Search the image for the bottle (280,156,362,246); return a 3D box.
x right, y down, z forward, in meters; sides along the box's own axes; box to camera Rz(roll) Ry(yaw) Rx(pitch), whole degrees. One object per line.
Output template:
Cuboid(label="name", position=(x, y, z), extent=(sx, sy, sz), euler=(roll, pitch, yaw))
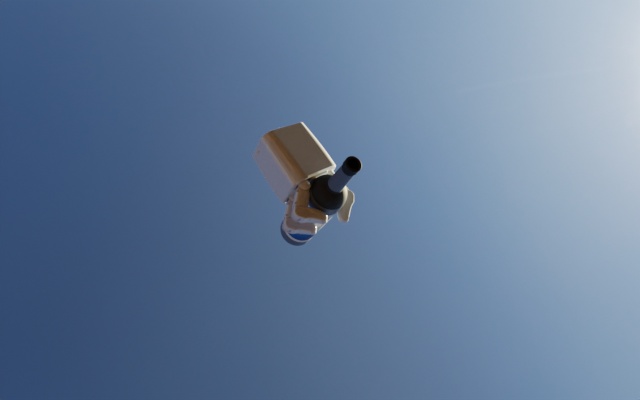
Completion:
Cuboid(label="bottle", position=(0.000, 0.003, 0.841), extent=(0.069, 0.069, 0.296), euler=(0, -23, -22))
